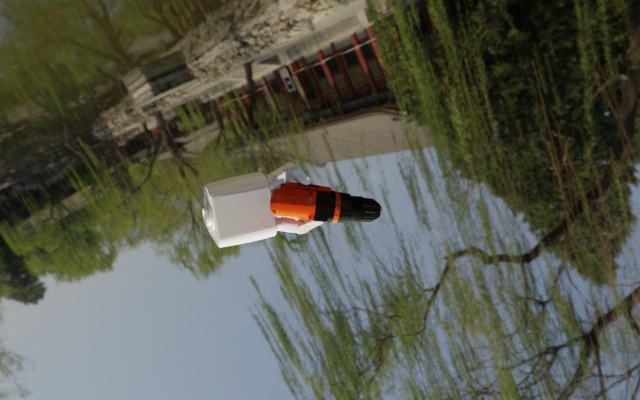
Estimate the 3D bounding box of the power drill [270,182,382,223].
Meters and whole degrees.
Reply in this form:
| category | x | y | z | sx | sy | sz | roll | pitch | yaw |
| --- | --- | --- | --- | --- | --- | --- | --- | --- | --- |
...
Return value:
| category | x | y | z | sx | sy | sz | roll | pitch | yaw |
| --- | --- | --- | --- | --- | --- | --- | --- | --- | --- |
| power drill | 0.000 | 0.003 | 0.848 | 0.184 | 0.057 | 0.187 | 7 | 2 | -9 |
